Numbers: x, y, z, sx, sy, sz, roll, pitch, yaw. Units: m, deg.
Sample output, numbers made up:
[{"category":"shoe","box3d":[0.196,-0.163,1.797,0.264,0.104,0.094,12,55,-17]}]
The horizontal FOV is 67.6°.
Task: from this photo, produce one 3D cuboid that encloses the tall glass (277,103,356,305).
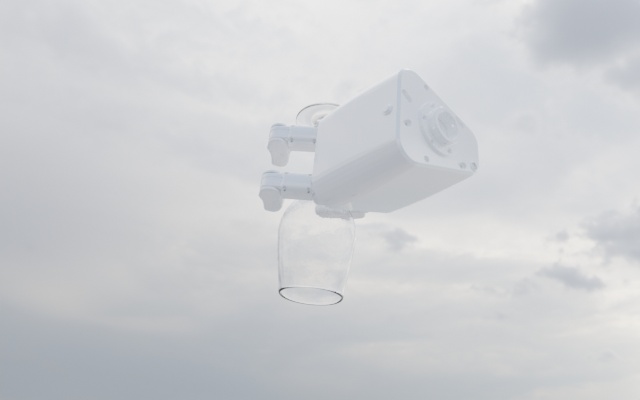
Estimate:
[{"category":"tall glass","box3d":[0.000,0.001,0.493,0.079,0.201,0.079,5,-26,2]}]
